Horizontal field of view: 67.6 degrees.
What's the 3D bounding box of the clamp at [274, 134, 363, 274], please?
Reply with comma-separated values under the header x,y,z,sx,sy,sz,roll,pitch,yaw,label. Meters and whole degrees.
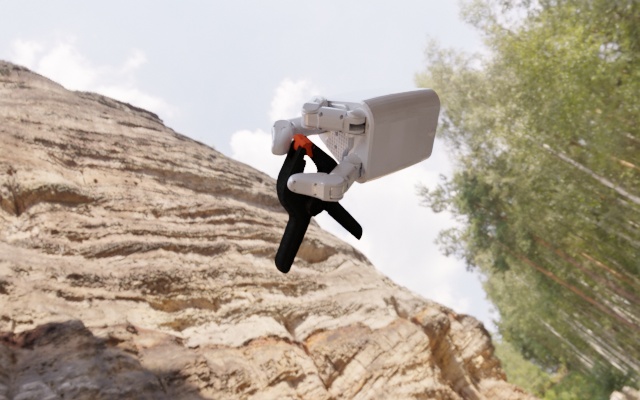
x,y,z,sx,sy,sz,roll,pitch,yaw,label
0.000,0.001,0.561,0.120,0.172,0.039,-18,38,-29,clamp
